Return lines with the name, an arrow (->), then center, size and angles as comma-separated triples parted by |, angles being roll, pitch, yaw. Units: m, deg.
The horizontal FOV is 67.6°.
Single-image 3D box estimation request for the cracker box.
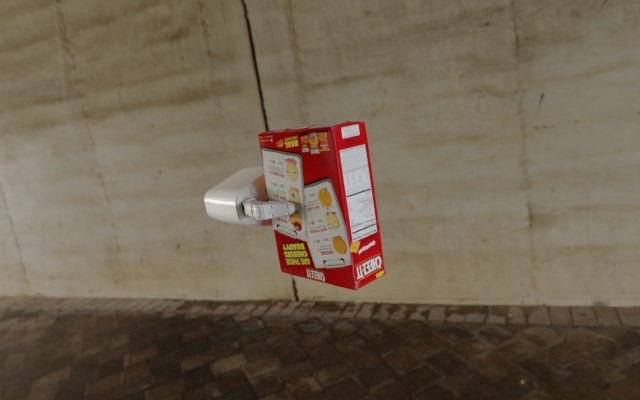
cracker box -> 0.000, 0.002, 0.670 | 0.072, 0.214, 0.164 | -19, 15, -39
